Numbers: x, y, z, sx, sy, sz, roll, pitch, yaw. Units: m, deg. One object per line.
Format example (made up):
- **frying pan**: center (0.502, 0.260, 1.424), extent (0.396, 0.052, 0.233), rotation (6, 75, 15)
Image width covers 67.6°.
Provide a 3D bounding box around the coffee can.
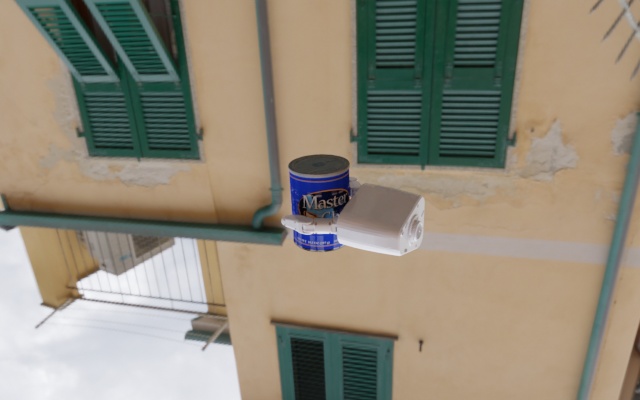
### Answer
- **coffee can**: center (0.000, 0.003, 0.818), extent (0.103, 0.140, 0.102), rotation (-2, 23, 1)
